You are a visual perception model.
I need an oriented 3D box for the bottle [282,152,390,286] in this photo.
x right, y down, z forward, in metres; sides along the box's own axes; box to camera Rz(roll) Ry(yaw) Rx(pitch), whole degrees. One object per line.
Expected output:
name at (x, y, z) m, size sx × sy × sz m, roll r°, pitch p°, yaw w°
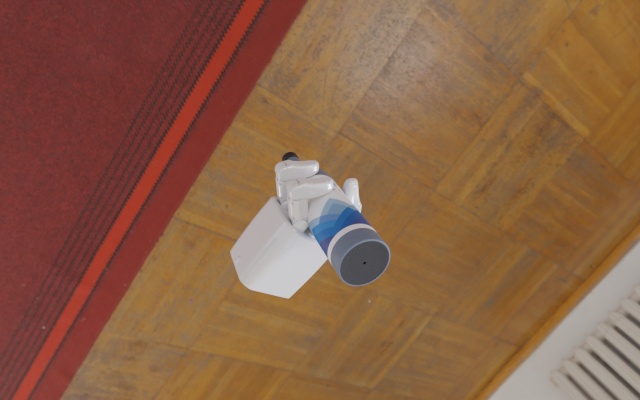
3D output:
bottle at (0.000, 0.002, 0.666) m, size 0.069 × 0.069 × 0.295 m, roll 0°, pitch 28°, yaw -23°
